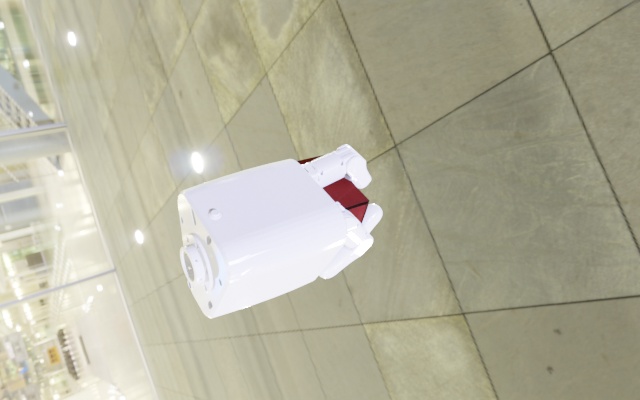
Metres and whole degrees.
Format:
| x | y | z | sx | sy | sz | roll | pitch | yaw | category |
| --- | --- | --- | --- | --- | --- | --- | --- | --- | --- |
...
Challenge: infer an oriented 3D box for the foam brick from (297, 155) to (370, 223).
| x | y | z | sx | sy | sz | roll | pitch | yaw | category |
| --- | --- | --- | --- | --- | --- | --- | --- | --- | --- |
| 0.000 | 0.001 | 0.464 | 0.051 | 0.053 | 0.078 | -17 | 49 | -32 | foam brick |
